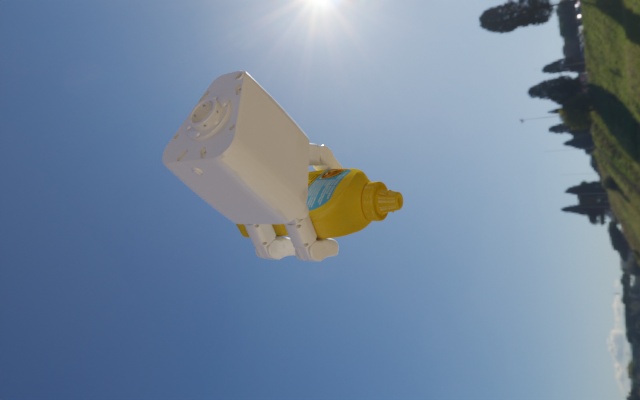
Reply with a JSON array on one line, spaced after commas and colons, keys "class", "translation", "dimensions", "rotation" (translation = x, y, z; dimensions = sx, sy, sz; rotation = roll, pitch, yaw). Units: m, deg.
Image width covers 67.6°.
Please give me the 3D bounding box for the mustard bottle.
[{"class": "mustard bottle", "translation": [0.000, 0.002, 0.529], "dimensions": [0.191, 0.058, 0.096], "rotation": [-2, 33, 35]}]
